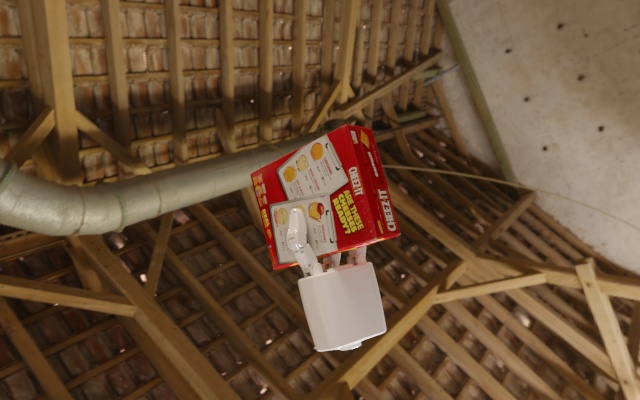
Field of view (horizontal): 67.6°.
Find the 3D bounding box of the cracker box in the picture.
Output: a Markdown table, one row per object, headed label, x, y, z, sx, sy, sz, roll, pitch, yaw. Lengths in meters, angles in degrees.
| label | x | y | z | sx | sy | sz | roll | pitch | yaw |
| --- | --- | --- | --- | --- | --- | --- | --- | --- | --- |
| cracker box | 0.000 | 0.002 | 0.724 | 0.214 | 0.164 | 0.072 | -22 | -11 | 40 |
